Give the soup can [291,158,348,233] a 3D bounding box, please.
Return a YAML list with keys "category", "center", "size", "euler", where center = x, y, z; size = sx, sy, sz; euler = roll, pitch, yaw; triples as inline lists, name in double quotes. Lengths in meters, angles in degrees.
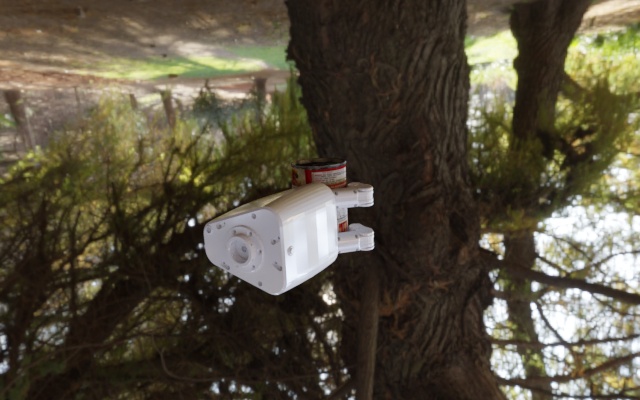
- category: "soup can"
  center: [0.000, 0.002, 0.595]
  size: [0.068, 0.102, 0.068]
  euler: [-3, 13, 1]
